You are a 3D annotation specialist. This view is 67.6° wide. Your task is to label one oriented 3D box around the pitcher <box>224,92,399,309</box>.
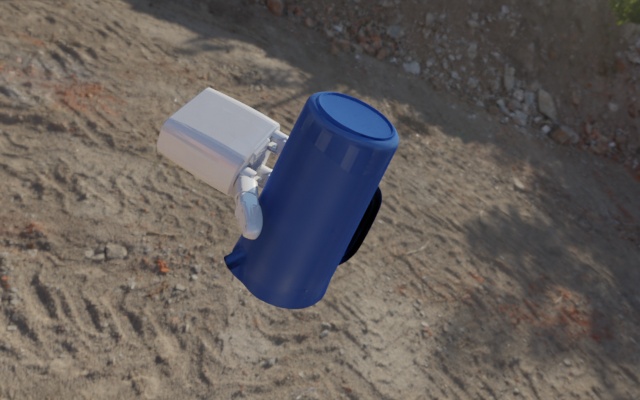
[{"bbox_3d":[0.000,0.002,0.567,0.145,0.243,0.149,29,32,3],"label":"pitcher"}]
